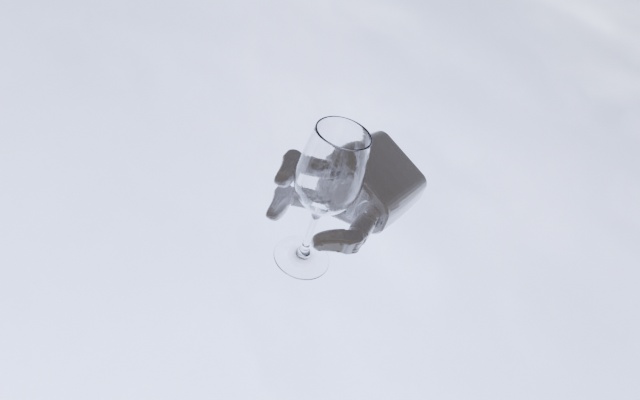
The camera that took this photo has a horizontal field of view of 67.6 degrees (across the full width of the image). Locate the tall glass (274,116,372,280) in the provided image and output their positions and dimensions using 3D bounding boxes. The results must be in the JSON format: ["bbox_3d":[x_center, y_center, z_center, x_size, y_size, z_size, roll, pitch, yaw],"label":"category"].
[{"bbox_3d":[0.000,0.002,0.558,0.079,0.201,0.079,11,41,-9],"label":"tall glass"}]
